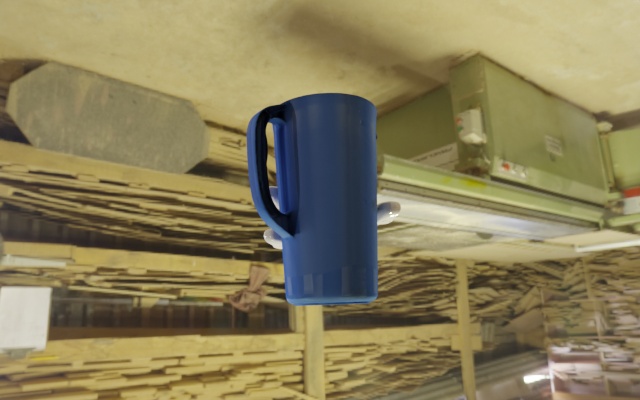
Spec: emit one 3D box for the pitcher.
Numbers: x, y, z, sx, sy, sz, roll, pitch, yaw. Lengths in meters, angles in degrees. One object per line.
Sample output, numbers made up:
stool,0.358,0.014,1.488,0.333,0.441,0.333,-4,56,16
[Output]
pitcher,0.000,0.002,0.576,0.149,0.242,0.145,-4,-13,7
